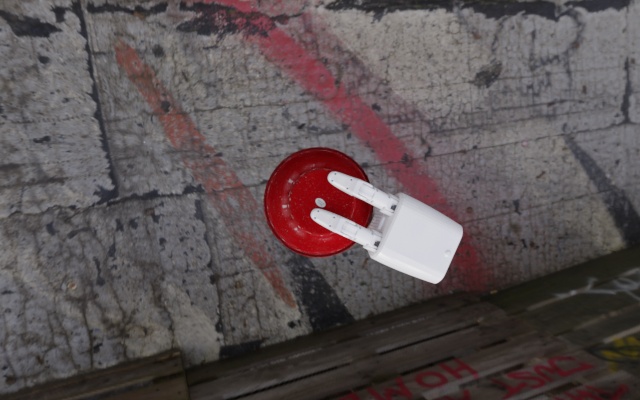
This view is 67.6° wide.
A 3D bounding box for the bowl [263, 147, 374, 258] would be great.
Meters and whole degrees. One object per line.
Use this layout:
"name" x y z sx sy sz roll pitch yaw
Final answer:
"bowl" -0.001 0.002 0.671 0.162 0.162 0.055 0 -1 -5
